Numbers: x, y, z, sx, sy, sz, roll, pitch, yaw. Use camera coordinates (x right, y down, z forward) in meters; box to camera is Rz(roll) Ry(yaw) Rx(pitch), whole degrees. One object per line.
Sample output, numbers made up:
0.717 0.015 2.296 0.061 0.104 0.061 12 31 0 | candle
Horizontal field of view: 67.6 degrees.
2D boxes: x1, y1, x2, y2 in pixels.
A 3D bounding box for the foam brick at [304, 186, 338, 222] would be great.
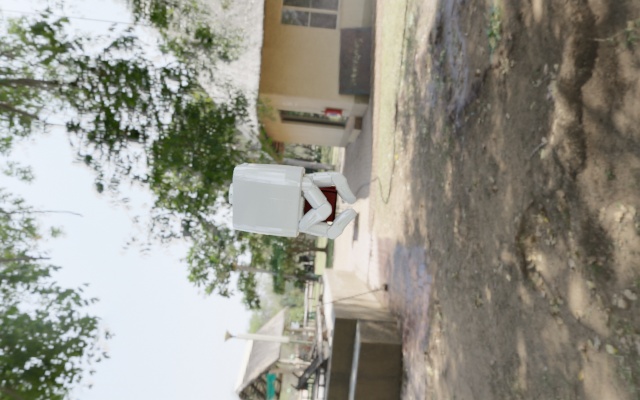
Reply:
0.000 0.003 0.798 0.051 0.053 0.078 5 7 0 | foam brick
